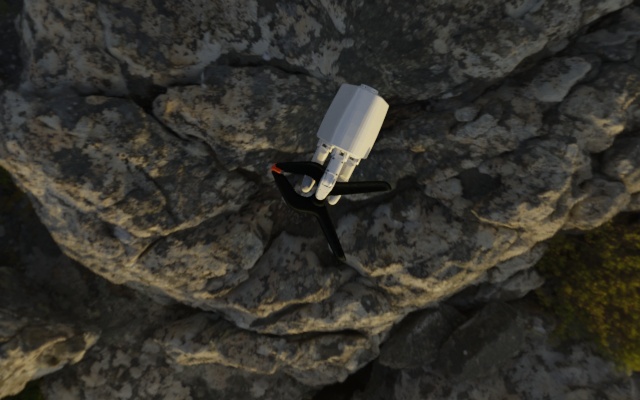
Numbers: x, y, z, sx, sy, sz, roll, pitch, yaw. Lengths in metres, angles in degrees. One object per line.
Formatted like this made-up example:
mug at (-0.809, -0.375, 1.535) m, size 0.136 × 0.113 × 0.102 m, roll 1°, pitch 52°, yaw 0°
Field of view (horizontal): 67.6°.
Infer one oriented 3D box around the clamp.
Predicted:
clamp at (0.000, 0.002, 0.851) m, size 0.210 × 0.164 × 0.036 m, roll 25°, pitch 6°, yaw -4°
